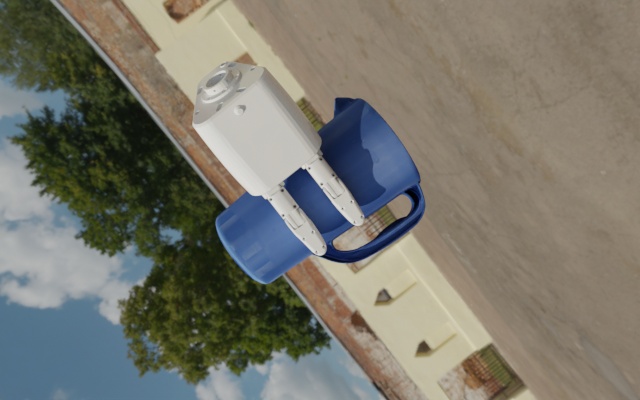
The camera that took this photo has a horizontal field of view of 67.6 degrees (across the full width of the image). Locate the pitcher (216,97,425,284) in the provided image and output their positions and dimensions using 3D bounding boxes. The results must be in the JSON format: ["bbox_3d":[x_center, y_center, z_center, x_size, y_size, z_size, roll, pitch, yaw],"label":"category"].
[{"bbox_3d":[0.000,0.002,0.599,0.145,0.243,0.149,52,1,-40],"label":"pitcher"}]
